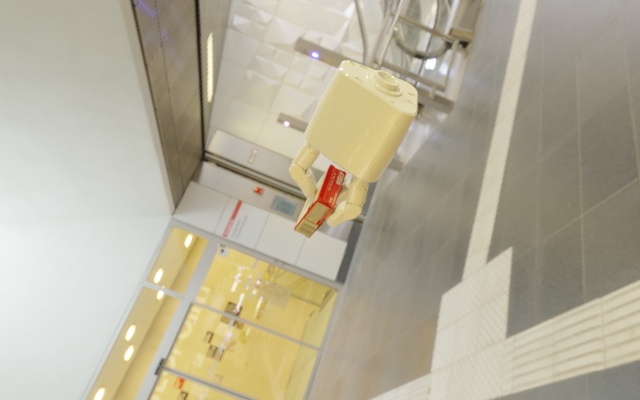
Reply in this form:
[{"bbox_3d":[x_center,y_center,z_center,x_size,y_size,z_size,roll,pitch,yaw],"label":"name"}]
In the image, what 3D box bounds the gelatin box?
[{"bbox_3d":[0.000,0.002,0.692,0.030,0.073,0.089,29,-41,-8],"label":"gelatin box"}]
